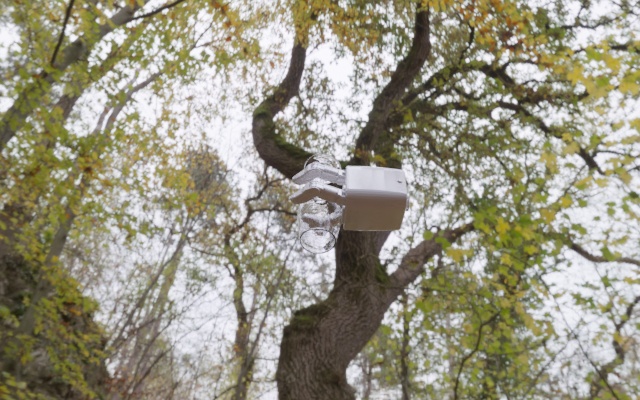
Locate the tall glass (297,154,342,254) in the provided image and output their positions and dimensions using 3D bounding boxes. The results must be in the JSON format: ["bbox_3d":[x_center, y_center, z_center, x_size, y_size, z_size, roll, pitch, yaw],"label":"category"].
[{"bbox_3d":[0.000,0.002,0.871,0.079,0.079,0.200,0,41,4],"label":"tall glass"}]
